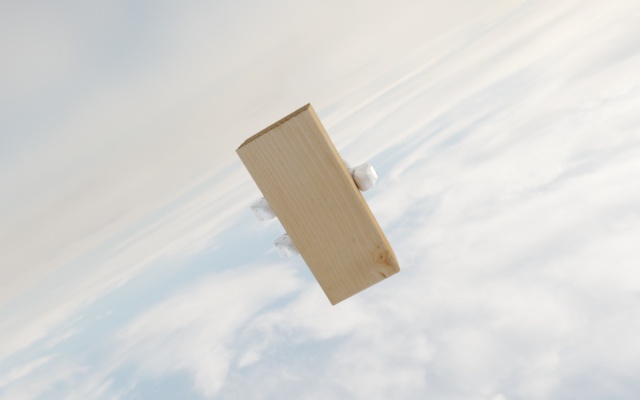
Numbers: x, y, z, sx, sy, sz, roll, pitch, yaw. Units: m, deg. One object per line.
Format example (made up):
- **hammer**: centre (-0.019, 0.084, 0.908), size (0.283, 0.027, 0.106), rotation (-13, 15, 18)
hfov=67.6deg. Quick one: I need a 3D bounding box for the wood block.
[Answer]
- **wood block**: centre (0.000, 0.002, 0.553), size (0.091, 0.206, 0.090), rotation (-29, 14, 8)
